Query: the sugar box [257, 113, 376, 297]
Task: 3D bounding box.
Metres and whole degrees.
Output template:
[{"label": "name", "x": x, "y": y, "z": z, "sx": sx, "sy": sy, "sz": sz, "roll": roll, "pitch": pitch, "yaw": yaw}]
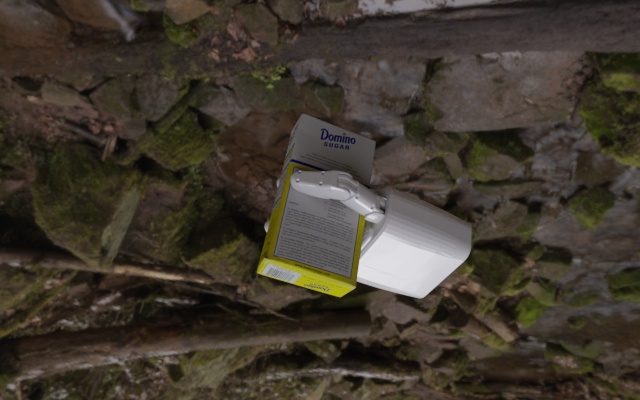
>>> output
[{"label": "sugar box", "x": 0.000, "y": 0.002, "z": 0.500, "sx": 0.093, "sy": 0.176, "sz": 0.048, "roll": 19, "pitch": -33, "yaw": -13}]
